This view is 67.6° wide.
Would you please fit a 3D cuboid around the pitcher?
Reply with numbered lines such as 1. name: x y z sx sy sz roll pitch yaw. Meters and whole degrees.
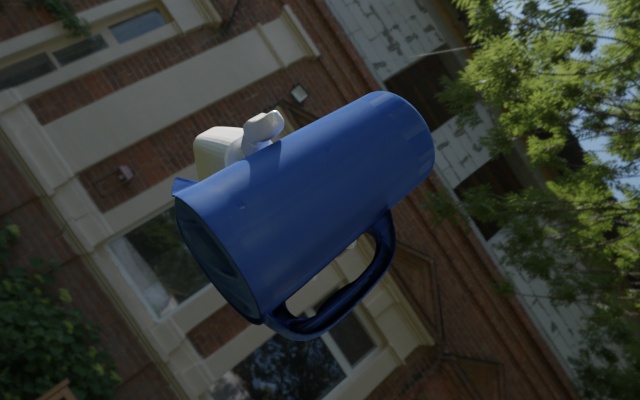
1. pitcher: 0.000 0.001 0.451 0.242 0.149 0.145 -35 28 -25
